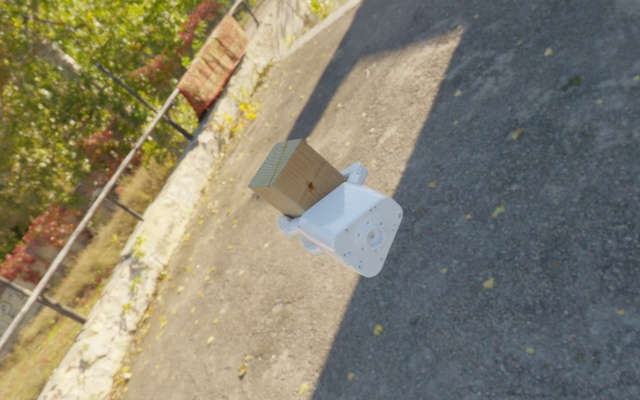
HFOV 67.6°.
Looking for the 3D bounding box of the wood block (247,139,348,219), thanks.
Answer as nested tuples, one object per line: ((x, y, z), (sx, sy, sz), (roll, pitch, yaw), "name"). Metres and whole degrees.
((0.000, 0.002, 0.769), (0.206, 0.090, 0.090), (40, -19, -26), "wood block")
